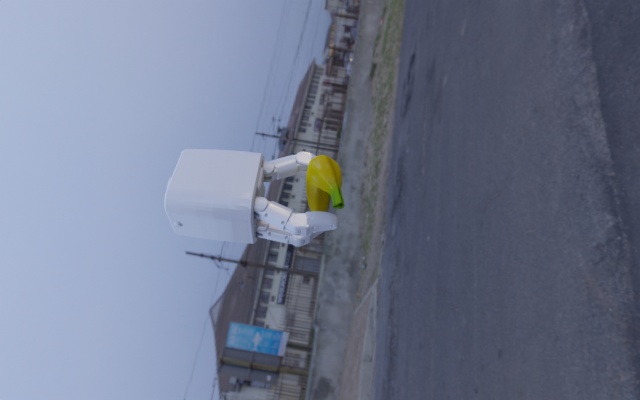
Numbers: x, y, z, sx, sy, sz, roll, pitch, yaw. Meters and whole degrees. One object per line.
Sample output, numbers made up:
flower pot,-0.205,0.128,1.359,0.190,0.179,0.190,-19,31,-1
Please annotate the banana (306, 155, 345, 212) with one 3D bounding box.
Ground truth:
banana,0.001,-0.017,0.592,0.037,0.069,0.198,1,-5,-4
